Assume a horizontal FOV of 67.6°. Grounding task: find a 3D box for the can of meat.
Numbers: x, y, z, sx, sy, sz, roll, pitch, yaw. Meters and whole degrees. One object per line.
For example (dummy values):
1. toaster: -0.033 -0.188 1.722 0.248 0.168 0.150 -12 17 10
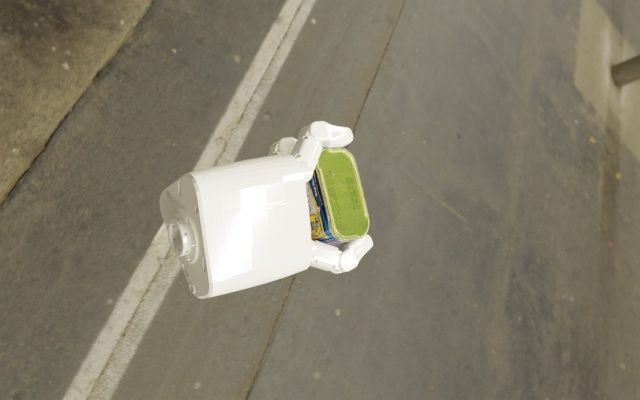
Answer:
1. can of meat: 0.000 0.002 0.512 0.057 0.102 0.084 -9 -7 -38
